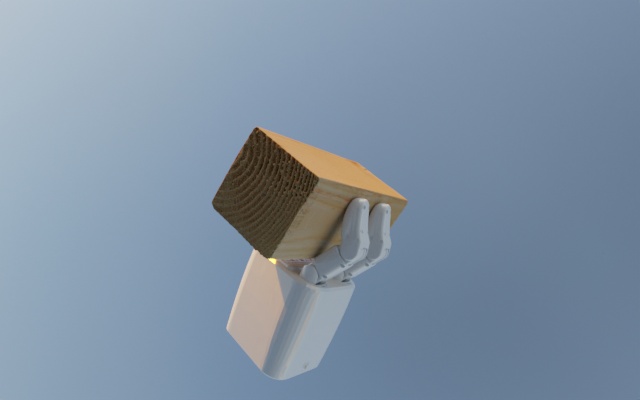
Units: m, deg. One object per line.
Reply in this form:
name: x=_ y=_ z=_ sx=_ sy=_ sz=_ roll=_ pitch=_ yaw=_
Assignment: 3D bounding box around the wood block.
wood block: x=0.000 y=0.002 z=0.510 sx=0.090 sy=0.090 sz=0.206 roll=39 pitch=14 yaw=28
